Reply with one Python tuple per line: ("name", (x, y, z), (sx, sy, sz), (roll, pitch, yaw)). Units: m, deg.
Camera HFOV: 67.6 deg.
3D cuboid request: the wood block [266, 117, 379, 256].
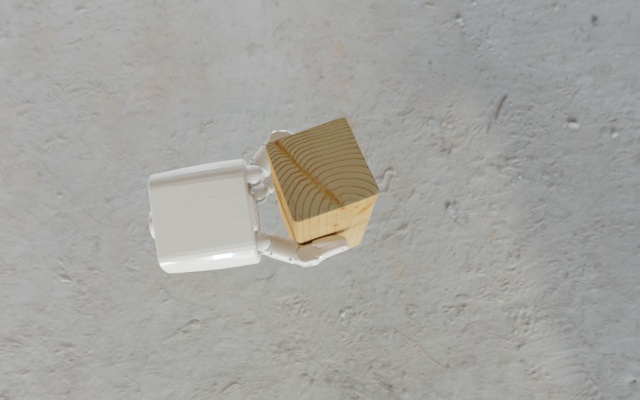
("wood block", (0.000, 0.002, 0.563), (0.090, 0.090, 0.206), (-20, -17, -7))
